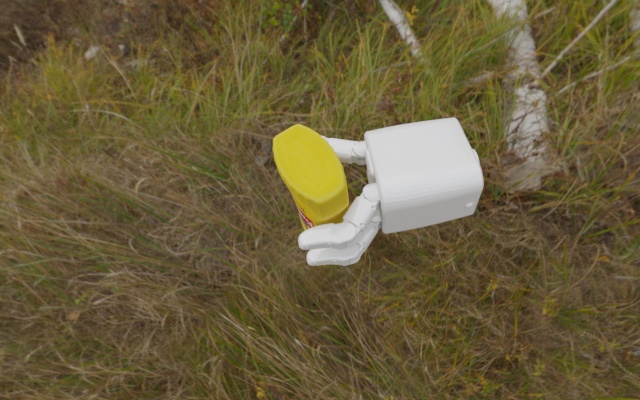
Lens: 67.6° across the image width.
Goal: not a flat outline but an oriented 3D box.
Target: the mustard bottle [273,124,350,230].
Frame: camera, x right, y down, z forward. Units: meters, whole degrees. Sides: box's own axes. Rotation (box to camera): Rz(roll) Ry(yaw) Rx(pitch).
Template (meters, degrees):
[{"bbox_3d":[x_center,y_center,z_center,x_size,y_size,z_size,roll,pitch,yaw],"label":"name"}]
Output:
[{"bbox_3d":[0.000,0.002,0.545,0.058,0.096,0.192,-33,-26,-8],"label":"mustard bottle"}]
